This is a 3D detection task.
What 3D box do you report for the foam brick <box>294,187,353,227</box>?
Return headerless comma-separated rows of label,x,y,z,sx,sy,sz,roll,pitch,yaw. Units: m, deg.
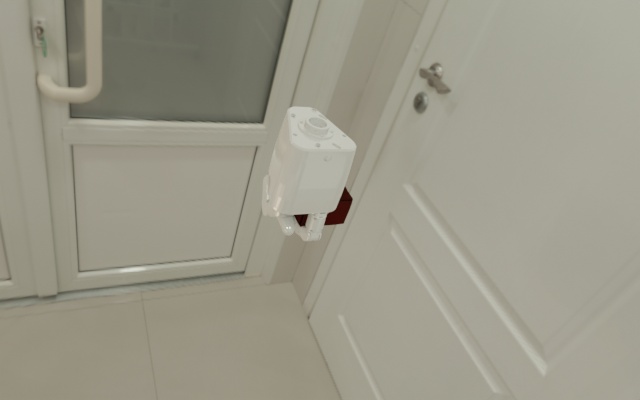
foam brick,0.000,0.002,0.720,0.078,0.051,0.053,-3,41,-27
